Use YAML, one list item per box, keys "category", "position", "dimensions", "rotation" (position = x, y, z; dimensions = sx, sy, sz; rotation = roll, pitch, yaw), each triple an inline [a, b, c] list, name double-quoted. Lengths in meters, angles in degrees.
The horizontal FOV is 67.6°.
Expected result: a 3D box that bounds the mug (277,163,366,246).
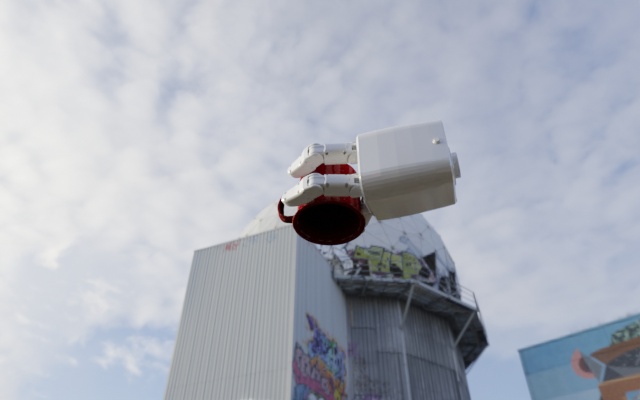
- category: "mug"
  position: [-0.001, 0.002, 0.634]
  dimensions: [0.117, 0.081, 0.093]
  rotation: [-9, -41, 12]
